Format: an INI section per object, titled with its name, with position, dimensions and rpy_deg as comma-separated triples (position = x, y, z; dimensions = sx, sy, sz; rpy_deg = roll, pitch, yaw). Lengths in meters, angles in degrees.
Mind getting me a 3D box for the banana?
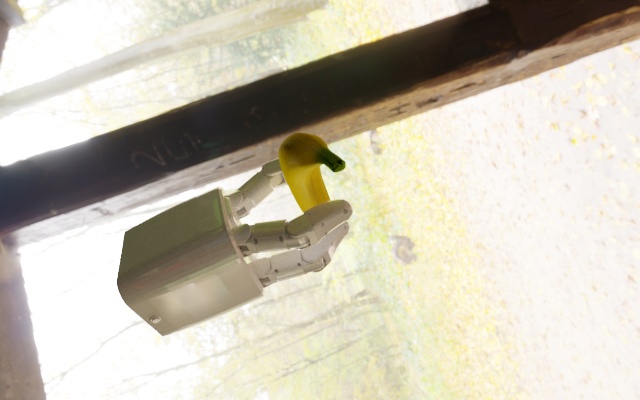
[banana]
position = -0.009, -0.015, 0.449
dimensions = 0.037, 0.069, 0.198
rpy_deg = -29, -17, -8
